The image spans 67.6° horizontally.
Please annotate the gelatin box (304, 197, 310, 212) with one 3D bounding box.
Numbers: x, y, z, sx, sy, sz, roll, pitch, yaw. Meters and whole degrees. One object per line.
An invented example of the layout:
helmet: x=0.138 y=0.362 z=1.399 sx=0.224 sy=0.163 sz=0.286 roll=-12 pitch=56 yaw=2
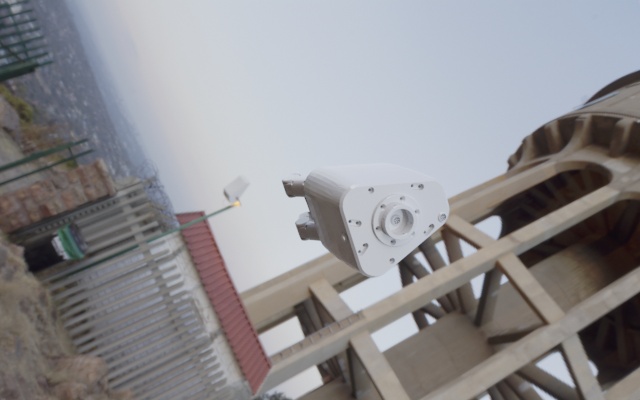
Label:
gelatin box: x=0.000 y=0.002 z=0.608 sx=0.030 sy=0.073 sz=0.089 roll=-21 pitch=3 yaw=-9
